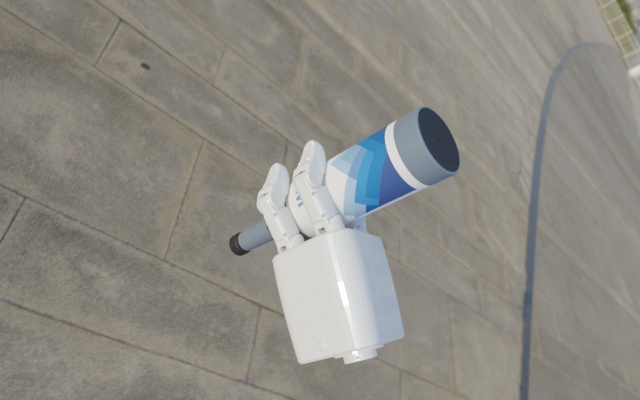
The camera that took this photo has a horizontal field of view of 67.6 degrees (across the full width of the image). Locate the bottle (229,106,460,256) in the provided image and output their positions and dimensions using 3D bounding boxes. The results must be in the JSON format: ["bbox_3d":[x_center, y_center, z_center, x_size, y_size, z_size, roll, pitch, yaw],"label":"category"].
[{"bbox_3d":[0.000,0.001,0.503,0.296,0.069,0.069,-28,-18,38],"label":"bottle"}]
